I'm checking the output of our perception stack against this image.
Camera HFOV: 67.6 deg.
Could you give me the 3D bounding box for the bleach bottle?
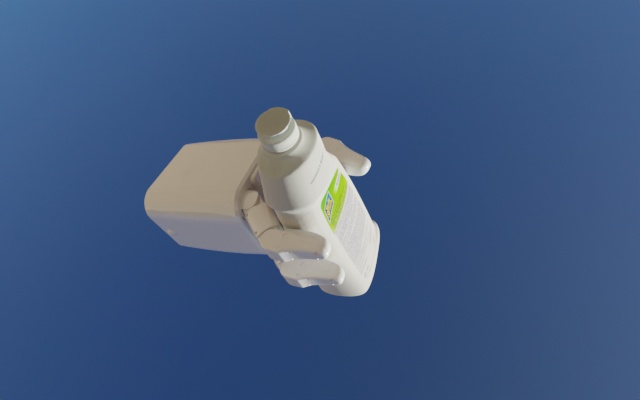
[{"bbox_3d":[0.000,0.002,0.459,0.068,0.102,0.251,0,-32,19],"label":"bleach bottle"}]
